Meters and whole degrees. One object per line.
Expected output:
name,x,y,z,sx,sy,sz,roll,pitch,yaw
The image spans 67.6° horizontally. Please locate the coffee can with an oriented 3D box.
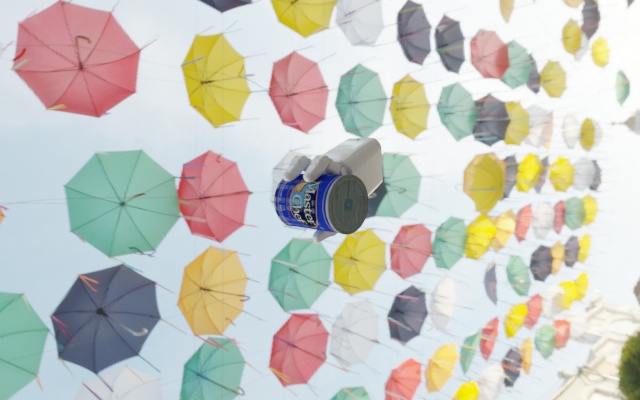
coffee can,0.000,0.003,0.855,0.103,0.103,0.140,0,3,-45
